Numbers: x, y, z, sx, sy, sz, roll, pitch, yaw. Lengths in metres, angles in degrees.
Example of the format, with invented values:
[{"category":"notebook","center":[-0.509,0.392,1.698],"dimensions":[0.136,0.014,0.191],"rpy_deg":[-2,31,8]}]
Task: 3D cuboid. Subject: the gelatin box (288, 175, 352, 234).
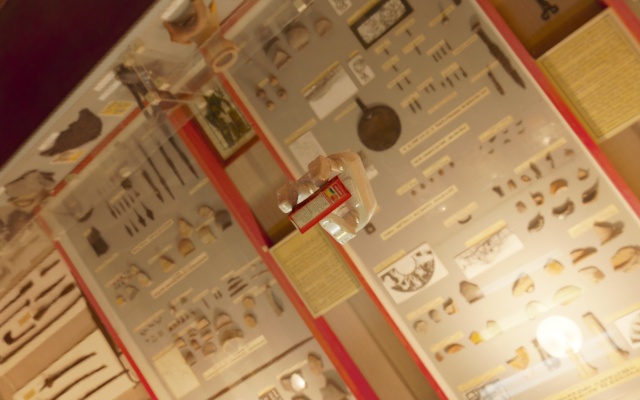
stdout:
[{"category":"gelatin box","center":[0.000,0.002,0.581],"dimensions":[0.073,0.030,0.089],"rpy_deg":[-37,4,5]}]
